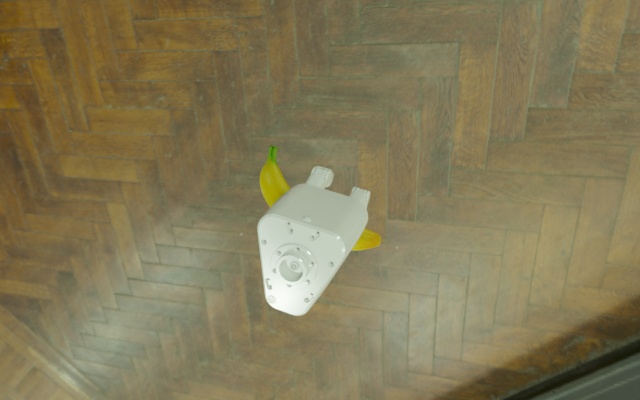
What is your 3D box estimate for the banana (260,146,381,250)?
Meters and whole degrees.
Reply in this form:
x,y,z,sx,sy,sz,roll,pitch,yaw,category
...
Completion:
x,y,z,sx,sy,sz,roll,pitch,yaw,category
-0.014,0.014,0.634,0.198,0.070,0.037,40,16,5,banana
